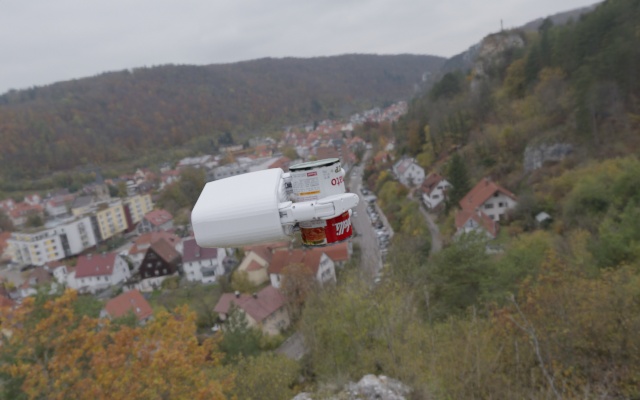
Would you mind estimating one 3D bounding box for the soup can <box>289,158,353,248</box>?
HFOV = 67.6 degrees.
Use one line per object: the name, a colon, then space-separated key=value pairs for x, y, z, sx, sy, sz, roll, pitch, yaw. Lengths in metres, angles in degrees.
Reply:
soup can: x=0.001 y=0.002 z=0.613 sx=0.068 sy=0.102 sz=0.068 roll=-10 pitch=10 yaw=2
